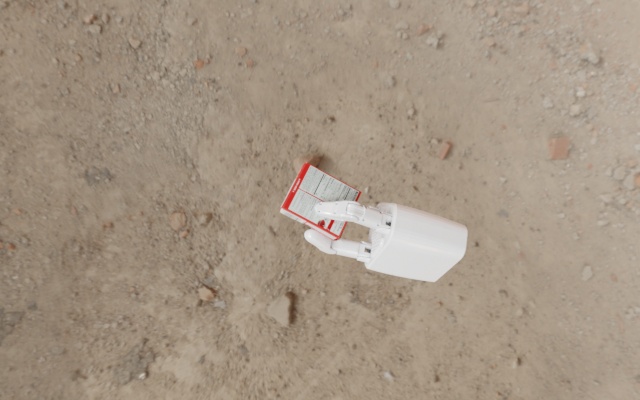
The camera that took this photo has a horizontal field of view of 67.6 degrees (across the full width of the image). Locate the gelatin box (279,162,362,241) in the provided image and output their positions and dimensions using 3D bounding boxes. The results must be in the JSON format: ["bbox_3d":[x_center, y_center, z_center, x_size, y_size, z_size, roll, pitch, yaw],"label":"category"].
[{"bbox_3d":[0.000,0.002,0.643,0.089,0.073,0.030,28,-17,-7],"label":"gelatin box"}]
